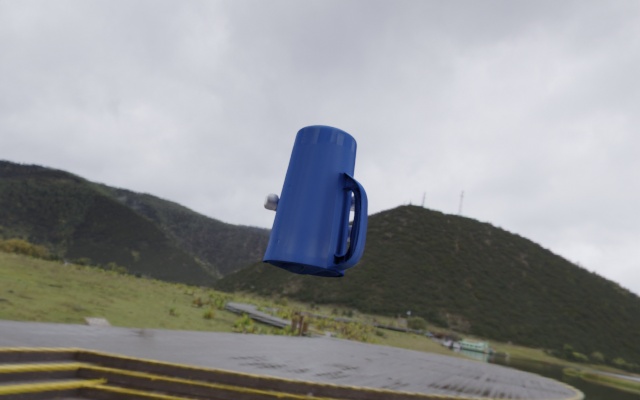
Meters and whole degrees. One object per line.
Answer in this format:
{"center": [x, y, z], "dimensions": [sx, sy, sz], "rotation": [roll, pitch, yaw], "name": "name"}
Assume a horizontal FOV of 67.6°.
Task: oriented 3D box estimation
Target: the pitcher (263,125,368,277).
{"center": [0.000, 0.003, 0.793], "dimensions": [0.149, 0.242, 0.145], "rotation": [11, -14, -3], "name": "pitcher"}
